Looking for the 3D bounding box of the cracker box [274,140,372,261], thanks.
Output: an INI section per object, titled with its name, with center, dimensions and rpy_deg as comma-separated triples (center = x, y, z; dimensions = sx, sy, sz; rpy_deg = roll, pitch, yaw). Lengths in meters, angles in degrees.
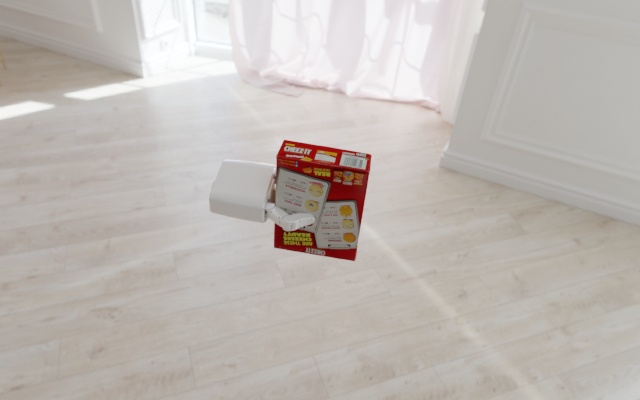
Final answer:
[cracker box]
center = 0.000, 0.003, 0.892
dimensions = 0.164, 0.214, 0.072
rpy_deg = 9, 38, 5
